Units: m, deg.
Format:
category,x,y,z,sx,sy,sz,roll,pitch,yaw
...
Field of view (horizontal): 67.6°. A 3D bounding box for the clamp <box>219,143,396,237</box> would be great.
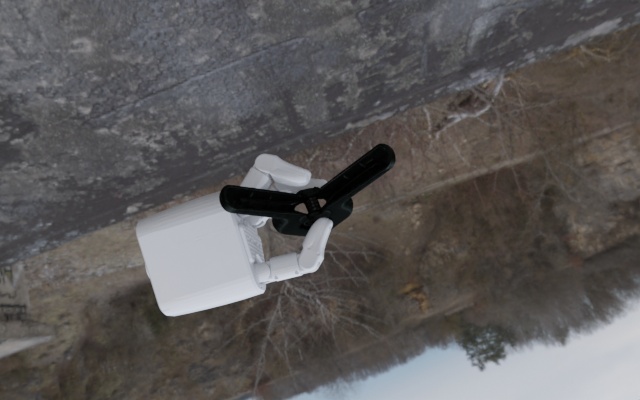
category,x,y,z,sx,sy,sz,roll,pitch,yaw
clamp,0.000,0.003,0.516,0.164,0.036,0.210,-16,-17,3
